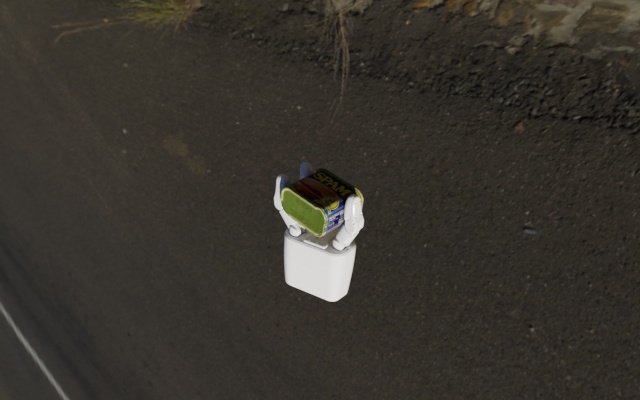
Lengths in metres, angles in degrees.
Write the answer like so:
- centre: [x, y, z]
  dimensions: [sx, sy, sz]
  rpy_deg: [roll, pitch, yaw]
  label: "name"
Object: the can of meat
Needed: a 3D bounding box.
- centre: [0.000, 0.003, 0.741]
  dimensions: [0.102, 0.057, 0.084]
  rpy_deg: [34, 44, 31]
  label: "can of meat"
